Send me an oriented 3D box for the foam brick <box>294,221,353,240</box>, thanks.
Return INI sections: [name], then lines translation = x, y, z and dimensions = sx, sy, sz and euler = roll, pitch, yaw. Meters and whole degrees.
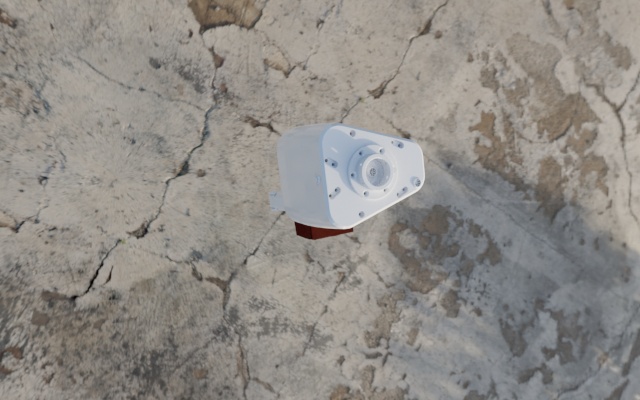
[foam brick]
translation = 0.000, 0.002, 0.545
dimensions = 0.053, 0.078, 0.051
euler = -10, 7, -23
